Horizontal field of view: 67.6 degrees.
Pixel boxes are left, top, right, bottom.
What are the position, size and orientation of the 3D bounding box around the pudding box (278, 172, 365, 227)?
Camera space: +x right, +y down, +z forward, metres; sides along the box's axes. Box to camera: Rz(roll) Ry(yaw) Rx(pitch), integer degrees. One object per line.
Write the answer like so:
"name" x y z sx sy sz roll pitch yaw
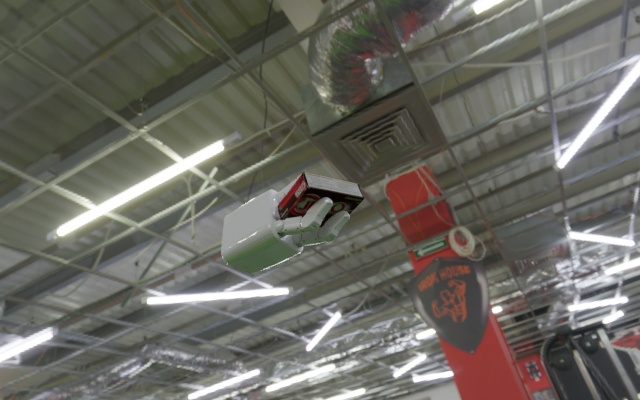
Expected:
"pudding box" 0.000 0.002 0.772 0.113 0.039 0.090 8 -41 -34
